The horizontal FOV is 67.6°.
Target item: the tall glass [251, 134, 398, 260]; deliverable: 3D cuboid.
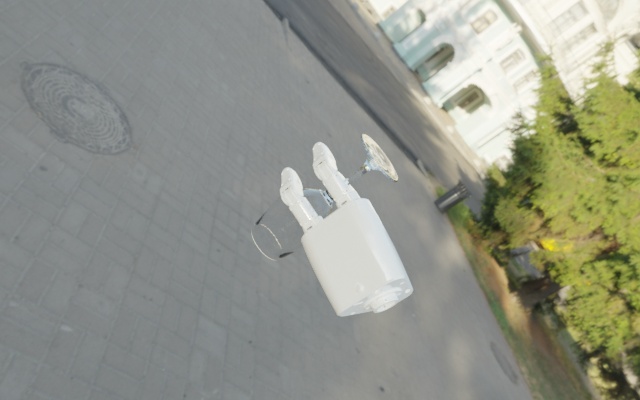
[{"bbox_3d":[0.001,0.002,0.633,0.201,0.079,0.079,-36,-14,20],"label":"tall glass"}]
